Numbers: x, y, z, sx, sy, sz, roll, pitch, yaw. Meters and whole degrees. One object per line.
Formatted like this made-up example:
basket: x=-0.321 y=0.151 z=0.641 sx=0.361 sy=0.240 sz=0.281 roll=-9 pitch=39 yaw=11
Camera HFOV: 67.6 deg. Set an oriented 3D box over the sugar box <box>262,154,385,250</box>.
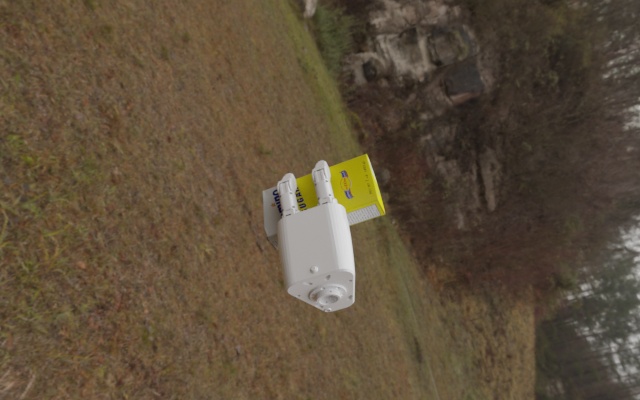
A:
sugar box: x=0.000 y=0.002 z=0.717 sx=0.176 sy=0.093 sz=0.048 roll=-18 pitch=-39 yaw=10
